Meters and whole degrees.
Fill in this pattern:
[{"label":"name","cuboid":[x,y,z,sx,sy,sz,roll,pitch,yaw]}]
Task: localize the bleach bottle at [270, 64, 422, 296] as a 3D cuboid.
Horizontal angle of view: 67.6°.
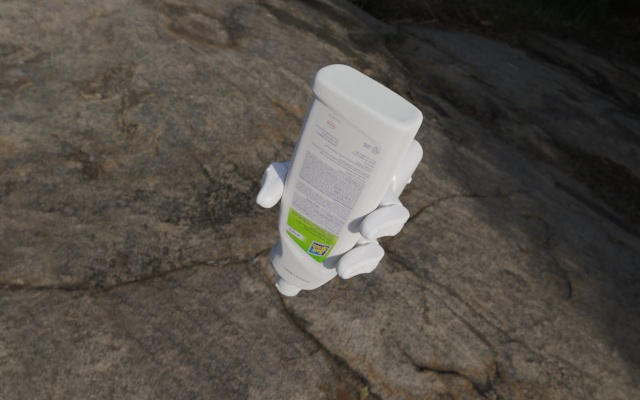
[{"label":"bleach bottle","cuboid":[0.000,0.002,0.477,0.102,0.251,0.068,35,36,12]}]
